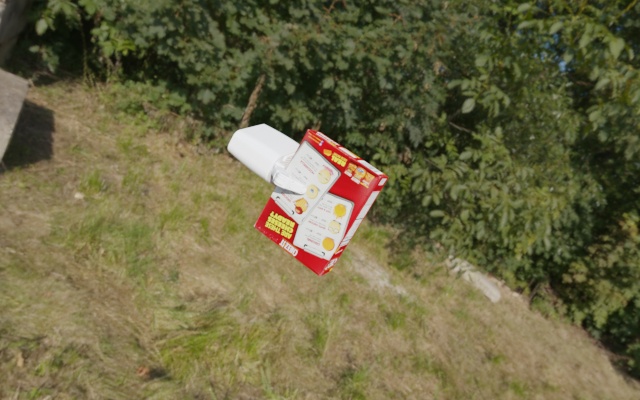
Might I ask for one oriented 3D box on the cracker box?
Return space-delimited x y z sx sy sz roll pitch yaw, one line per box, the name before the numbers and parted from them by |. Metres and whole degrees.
cracker box | 0.000 0.003 0.882 0.164 0.214 0.072 35 15 18
